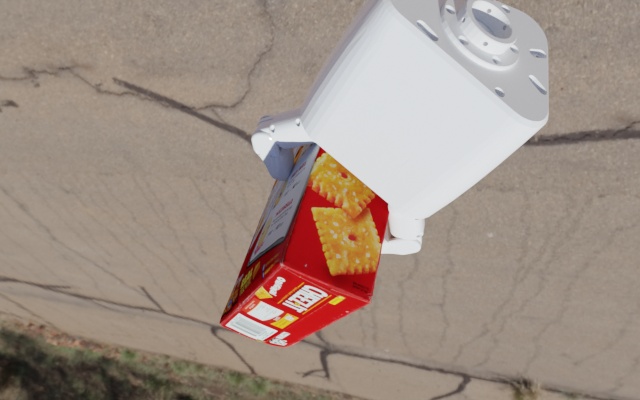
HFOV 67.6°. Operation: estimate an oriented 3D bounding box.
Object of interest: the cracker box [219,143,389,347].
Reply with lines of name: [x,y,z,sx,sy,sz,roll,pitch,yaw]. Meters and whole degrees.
cracker box: [0.000,0.001,0.404,0.072,0.213,0.164,26,-34,-11]
